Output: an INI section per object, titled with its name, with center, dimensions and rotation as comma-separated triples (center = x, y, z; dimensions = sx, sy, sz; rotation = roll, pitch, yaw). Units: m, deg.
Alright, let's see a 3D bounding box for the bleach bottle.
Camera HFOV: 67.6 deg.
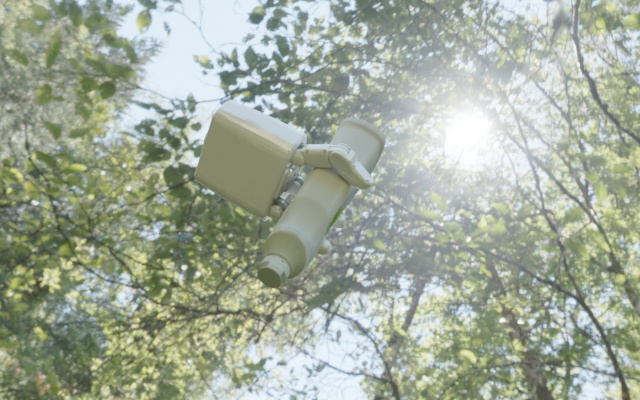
[bleach bottle]
center = 0.000, 0.002, 0.564
dimensions = 0.068, 0.103, 0.250
rotation = 28, 43, 7
